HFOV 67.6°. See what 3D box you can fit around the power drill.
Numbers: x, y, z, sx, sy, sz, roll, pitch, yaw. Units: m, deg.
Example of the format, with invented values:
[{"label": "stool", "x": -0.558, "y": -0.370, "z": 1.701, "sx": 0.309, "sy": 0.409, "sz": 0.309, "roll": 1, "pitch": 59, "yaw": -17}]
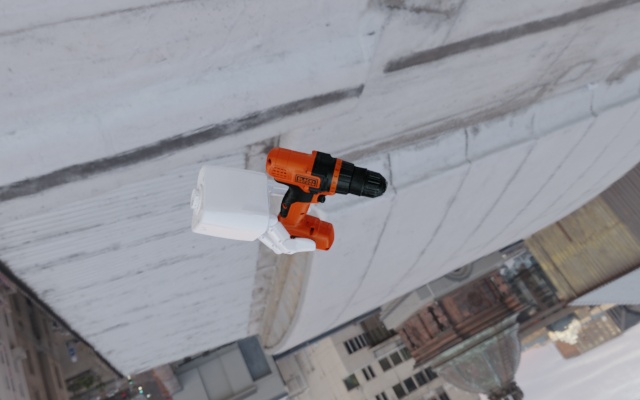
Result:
[{"label": "power drill", "x": 0.000, "y": 0.003, "z": 0.766, "sx": 0.184, "sy": 0.057, "sz": 0.188, "roll": 15, "pitch": -42, "yaw": 2}]
